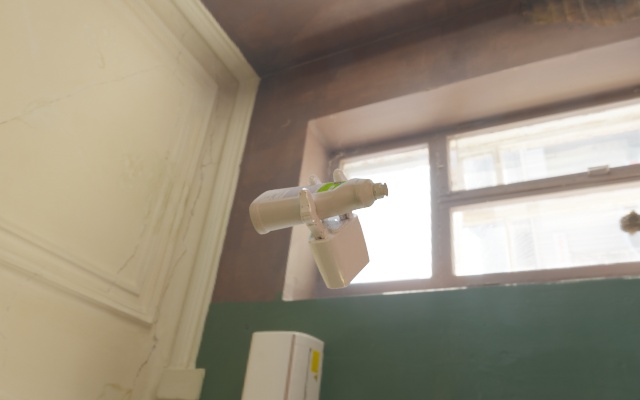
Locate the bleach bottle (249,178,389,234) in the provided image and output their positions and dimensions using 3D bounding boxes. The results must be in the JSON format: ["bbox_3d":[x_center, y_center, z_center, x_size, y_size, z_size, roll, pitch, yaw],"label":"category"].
[{"bbox_3d":[0.000,0.003,0.878,0.251,0.068,0.102,-9,20,26],"label":"bleach bottle"}]
